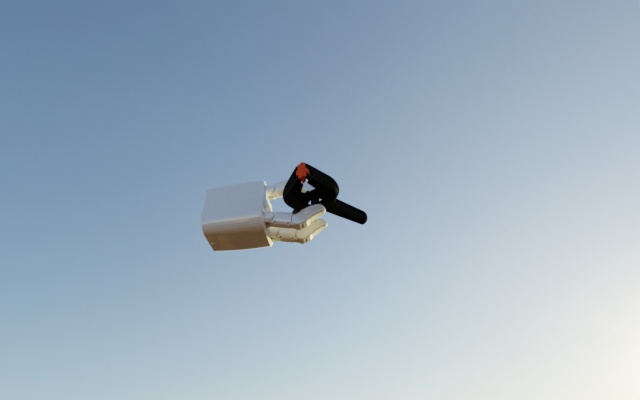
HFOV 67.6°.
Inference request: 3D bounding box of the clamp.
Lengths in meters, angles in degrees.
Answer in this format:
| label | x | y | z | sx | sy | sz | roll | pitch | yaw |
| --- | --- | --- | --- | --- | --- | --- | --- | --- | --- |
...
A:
| label | x | y | z | sx | sy | sz | roll | pitch | yaw |
| --- | --- | --- | --- | --- | --- | --- | --- | --- | --- |
| clamp | 0.000 | 0.002 | 0.824 | 0.164 | 0.036 | 0.210 | -8 | -31 | 0 |
